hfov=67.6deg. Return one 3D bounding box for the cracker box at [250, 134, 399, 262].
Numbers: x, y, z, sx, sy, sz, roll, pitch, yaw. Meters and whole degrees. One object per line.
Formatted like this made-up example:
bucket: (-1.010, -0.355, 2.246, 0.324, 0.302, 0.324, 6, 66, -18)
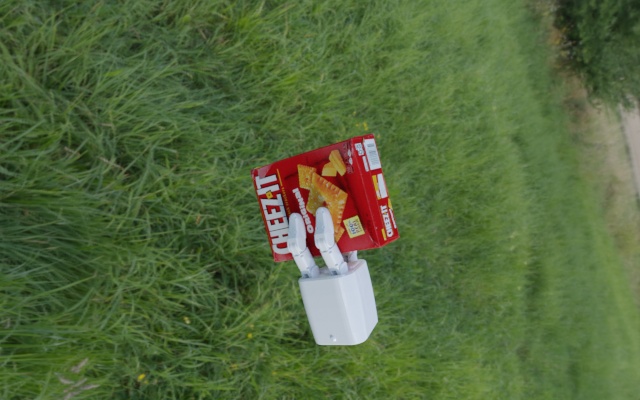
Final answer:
cracker box: (0.000, 0.002, 0.755, 0.214, 0.164, 0.072, -13, 2, 37)
